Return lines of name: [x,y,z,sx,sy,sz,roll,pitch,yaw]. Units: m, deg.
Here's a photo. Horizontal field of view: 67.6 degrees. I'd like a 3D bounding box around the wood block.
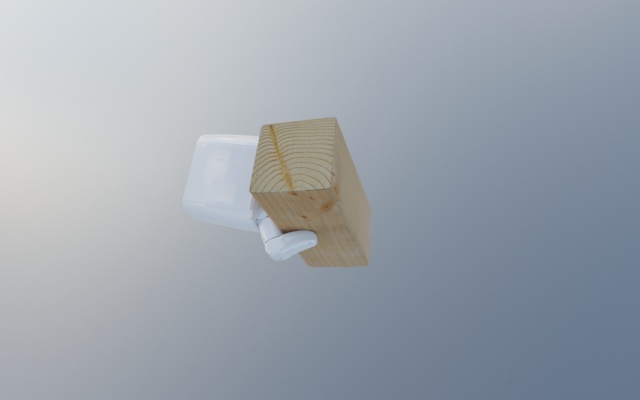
wood block: [0.000,0.002,0.583,0.090,0.090,0.206,-3,-30,17]
